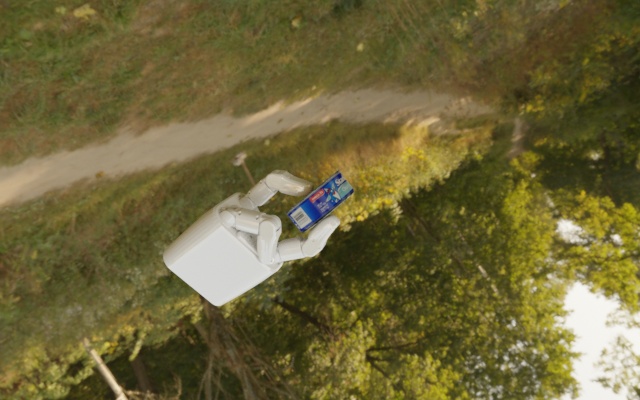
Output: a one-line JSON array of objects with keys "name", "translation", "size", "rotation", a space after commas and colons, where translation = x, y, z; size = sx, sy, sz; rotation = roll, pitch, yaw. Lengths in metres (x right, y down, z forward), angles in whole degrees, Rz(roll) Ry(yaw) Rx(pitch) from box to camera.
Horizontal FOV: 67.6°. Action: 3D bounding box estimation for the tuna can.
[{"name": "tuna can", "translation": [0.001, 0.002, 0.593], "size": [0.086, 0.034, 0.086], "rotation": [-39, 0, 0]}]
